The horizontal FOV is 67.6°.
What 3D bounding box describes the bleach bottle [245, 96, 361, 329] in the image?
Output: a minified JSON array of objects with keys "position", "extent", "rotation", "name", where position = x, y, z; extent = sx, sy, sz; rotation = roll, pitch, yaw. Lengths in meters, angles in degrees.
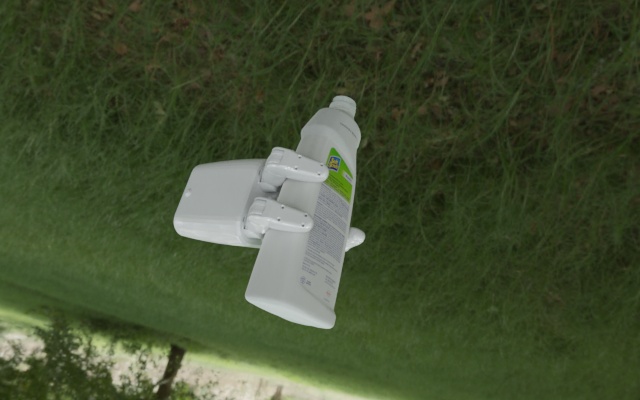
[{"position":[0.000,0.002,0.520],"extent":[0.068,0.250,0.103],"rotation":[1,-26,34],"name":"bleach bottle"}]
